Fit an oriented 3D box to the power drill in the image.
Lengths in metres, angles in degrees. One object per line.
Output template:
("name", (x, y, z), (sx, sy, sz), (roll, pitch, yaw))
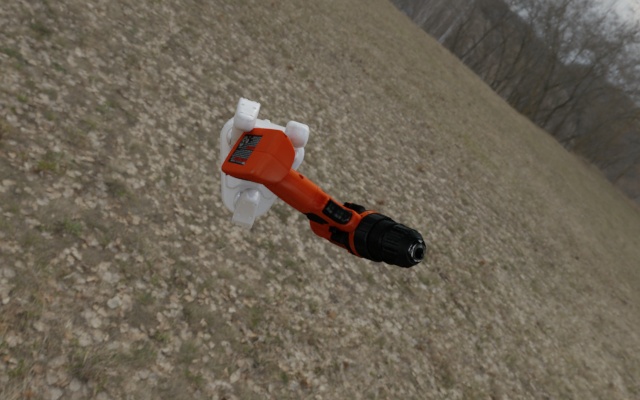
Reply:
("power drill", (0.000, 0.001, 0.495), (0.188, 0.057, 0.184), (39, -13, -30))
